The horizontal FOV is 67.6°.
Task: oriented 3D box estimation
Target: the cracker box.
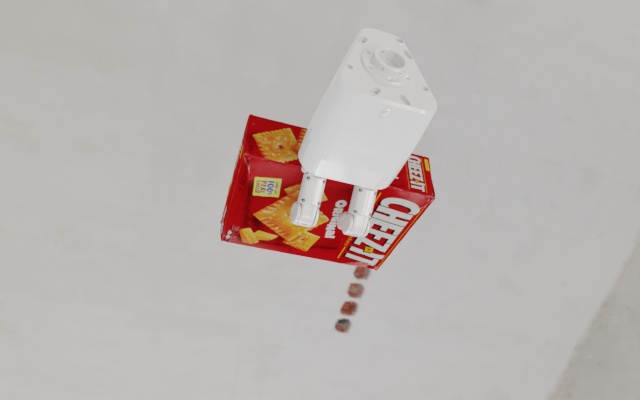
[{"bbox_3d":[0.000,0.002,0.566,0.214,0.072,0.164,13,-40,-13],"label":"cracker box"}]
